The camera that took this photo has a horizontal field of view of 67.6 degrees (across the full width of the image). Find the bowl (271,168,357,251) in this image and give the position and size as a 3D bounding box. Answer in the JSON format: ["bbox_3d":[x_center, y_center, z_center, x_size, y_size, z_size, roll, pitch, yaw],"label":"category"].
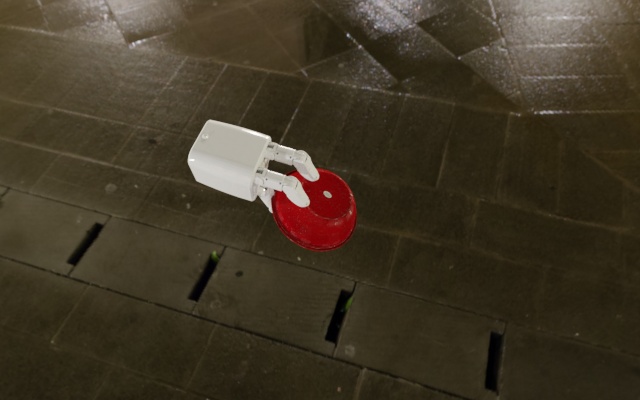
[{"bbox_3d":[0.002,0.003,0.818,0.162,0.162,0.055,0,-27,-25],"label":"bowl"}]
